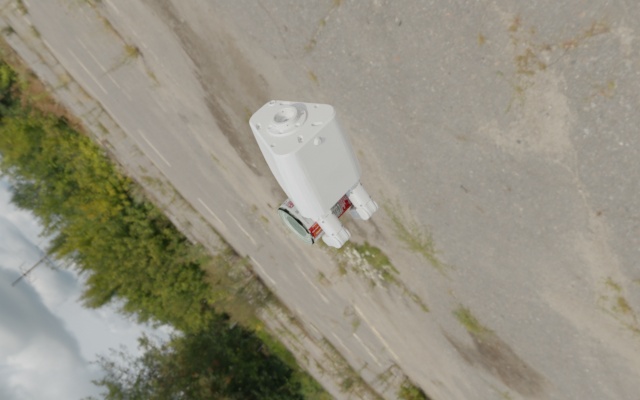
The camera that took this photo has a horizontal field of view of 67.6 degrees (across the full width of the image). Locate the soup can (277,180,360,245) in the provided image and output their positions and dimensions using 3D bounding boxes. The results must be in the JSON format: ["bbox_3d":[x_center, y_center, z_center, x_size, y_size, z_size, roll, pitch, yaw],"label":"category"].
[{"bbox_3d":[0.000,0.003,0.646,0.102,0.068,0.068,-45,17,-18],"label":"soup can"}]
